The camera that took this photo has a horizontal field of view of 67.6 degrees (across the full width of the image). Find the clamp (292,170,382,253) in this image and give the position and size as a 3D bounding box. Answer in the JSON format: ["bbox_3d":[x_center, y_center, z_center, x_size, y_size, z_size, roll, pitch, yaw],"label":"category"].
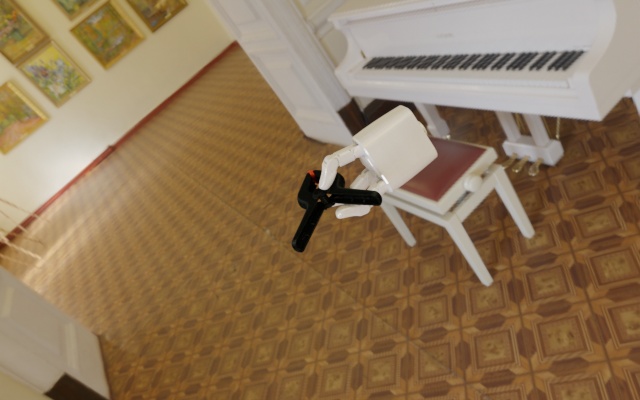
[{"bbox_3d":[0.000,0.002,0.841,0.164,0.036,0.210,-34,29,-3],"label":"clamp"}]
